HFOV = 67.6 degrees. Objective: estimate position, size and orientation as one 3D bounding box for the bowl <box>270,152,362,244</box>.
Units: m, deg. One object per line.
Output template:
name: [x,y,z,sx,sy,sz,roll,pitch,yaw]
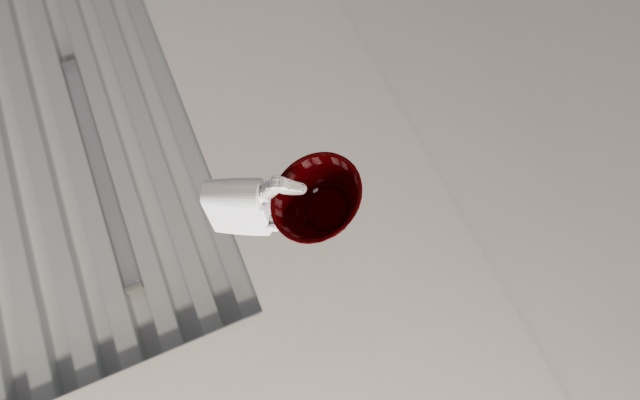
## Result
bowl: [0.001,0.003,0.790,0.162,0.162,0.055,0,-23,25]
